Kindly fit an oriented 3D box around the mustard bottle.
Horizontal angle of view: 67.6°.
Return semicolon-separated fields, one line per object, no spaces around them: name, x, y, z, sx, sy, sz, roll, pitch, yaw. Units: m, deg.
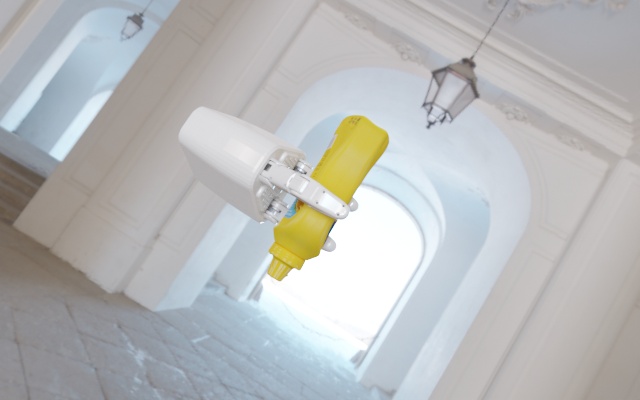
mustard bottle;0.001;0.002;0.519;0.058;0.191;0.096;34;-7;-8
